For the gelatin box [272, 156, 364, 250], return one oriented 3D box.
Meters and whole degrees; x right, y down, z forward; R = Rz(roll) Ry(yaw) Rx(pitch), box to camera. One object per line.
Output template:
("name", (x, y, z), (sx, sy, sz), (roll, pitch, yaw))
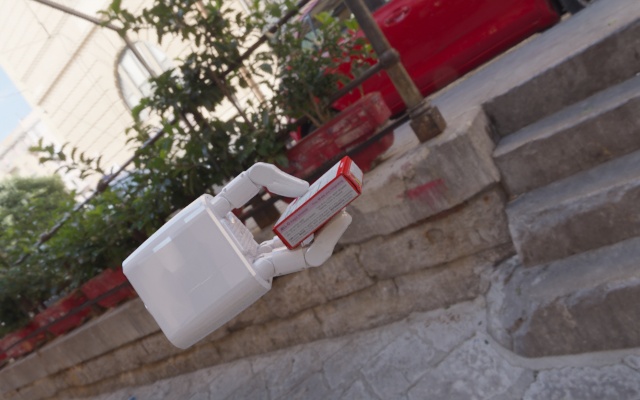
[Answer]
("gelatin box", (0.000, 0.001, 0.462), (0.089, 0.030, 0.073), (-40, 8, 16))
